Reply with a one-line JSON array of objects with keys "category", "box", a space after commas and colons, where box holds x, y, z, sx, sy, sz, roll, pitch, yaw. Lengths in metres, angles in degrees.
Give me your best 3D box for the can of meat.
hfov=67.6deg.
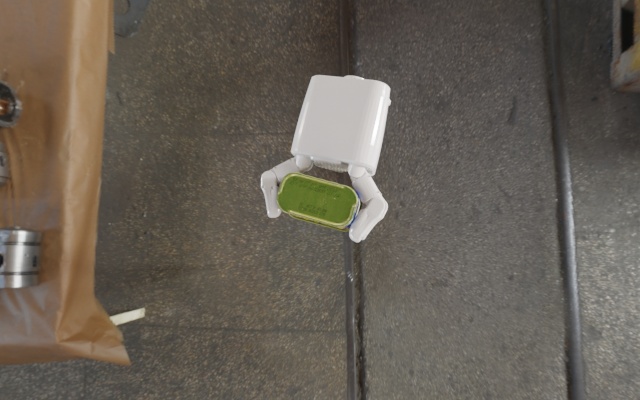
[{"category": "can of meat", "box": [0.000, 0.002, 0.607, 0.102, 0.057, 0.084, 15, -3, 8]}]
